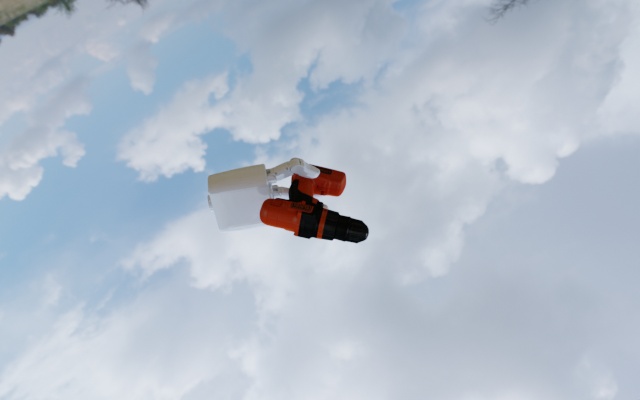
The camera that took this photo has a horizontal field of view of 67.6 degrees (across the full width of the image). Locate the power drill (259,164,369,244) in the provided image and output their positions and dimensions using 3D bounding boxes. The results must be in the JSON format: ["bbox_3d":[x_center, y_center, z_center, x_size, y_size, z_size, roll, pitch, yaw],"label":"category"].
[{"bbox_3d":[0.000,0.003,0.852,0.184,0.057,0.187,14,28,2],"label":"power drill"}]
